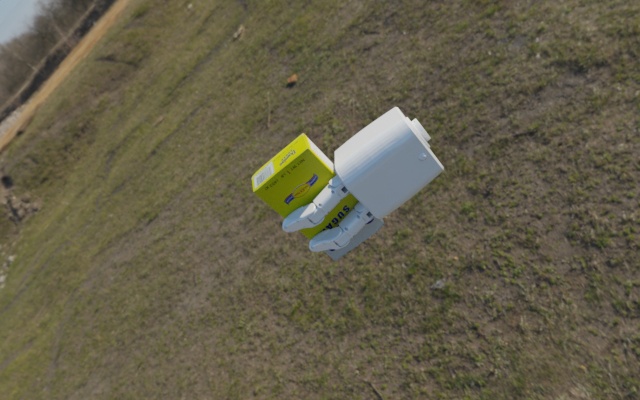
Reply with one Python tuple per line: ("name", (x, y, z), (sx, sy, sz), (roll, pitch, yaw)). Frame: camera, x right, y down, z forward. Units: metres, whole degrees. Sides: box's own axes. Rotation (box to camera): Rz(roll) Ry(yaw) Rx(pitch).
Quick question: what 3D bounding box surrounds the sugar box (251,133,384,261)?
("sugar box", (0.000, 0.002, 0.641), (0.176, 0.093, 0.048), (43, 18, -32))
